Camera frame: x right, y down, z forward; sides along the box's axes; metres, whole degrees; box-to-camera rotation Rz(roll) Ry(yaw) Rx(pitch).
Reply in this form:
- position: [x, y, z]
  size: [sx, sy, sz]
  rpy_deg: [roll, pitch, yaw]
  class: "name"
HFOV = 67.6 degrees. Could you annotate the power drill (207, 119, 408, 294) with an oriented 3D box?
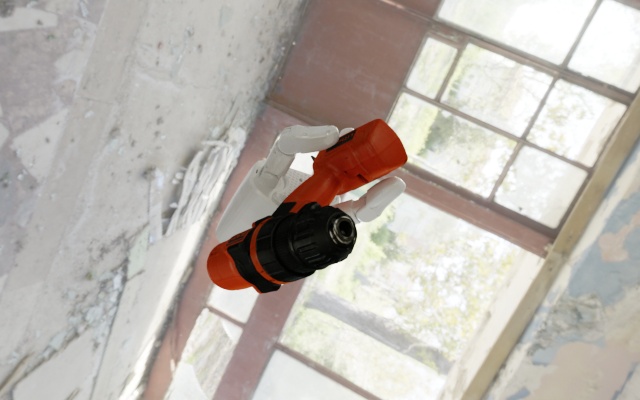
- position: [0.000, 0.001, 0.416]
  size: [0.184, 0.057, 0.187]
  rpy_deg: [-20, 19, 50]
  class: "power drill"
